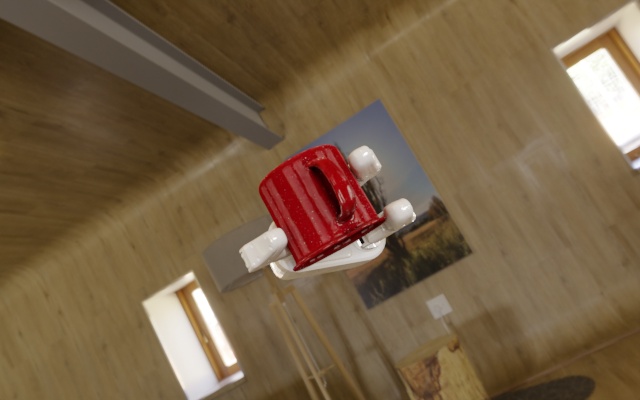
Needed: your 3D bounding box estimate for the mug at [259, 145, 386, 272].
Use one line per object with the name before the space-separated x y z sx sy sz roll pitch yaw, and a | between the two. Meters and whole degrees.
mug | 0.000 0.001 0.410 0.093 0.081 0.117 -27 -10 -17
